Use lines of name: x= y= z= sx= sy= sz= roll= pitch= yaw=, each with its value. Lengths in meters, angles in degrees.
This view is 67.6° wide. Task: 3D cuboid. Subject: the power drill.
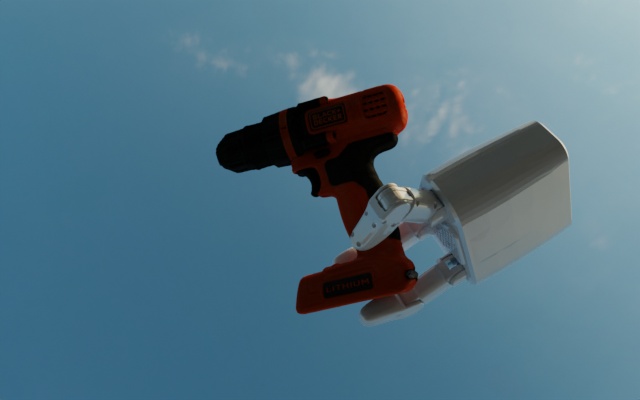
power drill: x=0.000 y=0.002 z=0.427 sx=0.184 sy=0.187 sz=0.057 roll=-14 pitch=-11 yaw=16
